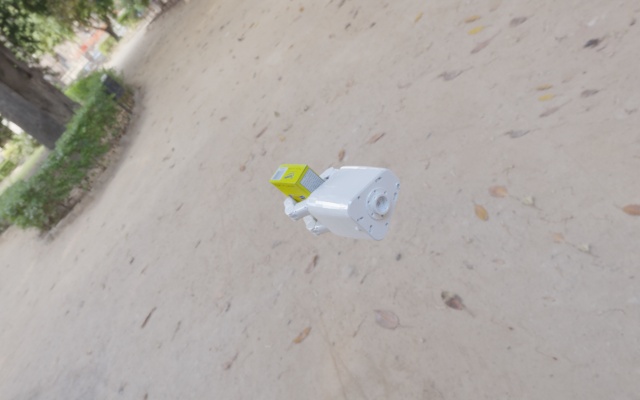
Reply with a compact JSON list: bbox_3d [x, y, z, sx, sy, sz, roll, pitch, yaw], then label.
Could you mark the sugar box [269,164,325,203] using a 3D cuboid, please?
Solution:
[{"bbox_3d":[0.000,0.003,0.856,0.176,0.048,0.093,43,-19,-29],"label":"sugar box"}]
